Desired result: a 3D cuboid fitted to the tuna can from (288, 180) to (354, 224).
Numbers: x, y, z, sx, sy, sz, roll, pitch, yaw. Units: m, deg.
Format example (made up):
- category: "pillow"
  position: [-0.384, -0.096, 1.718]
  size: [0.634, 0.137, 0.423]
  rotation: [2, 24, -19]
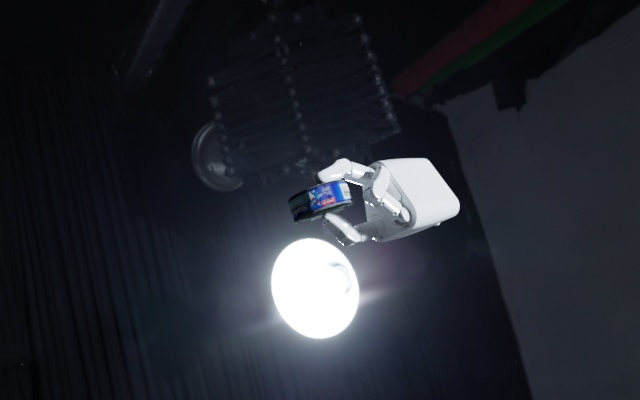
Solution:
- category: "tuna can"
  position: [0.000, 0.002, 0.650]
  size: [0.086, 0.033, 0.086]
  rotation: [-19, -8, -3]
